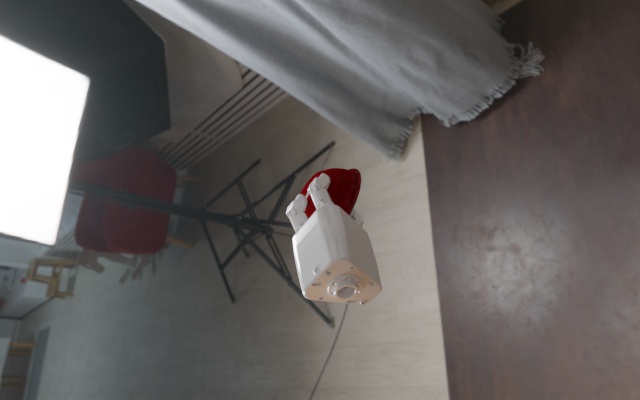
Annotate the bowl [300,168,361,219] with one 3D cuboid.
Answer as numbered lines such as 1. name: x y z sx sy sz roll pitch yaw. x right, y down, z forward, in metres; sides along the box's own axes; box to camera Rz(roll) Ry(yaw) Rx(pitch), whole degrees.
1. bowl: 0.000 0.002 0.819 0.055 0.162 0.162 30 -10 -18
